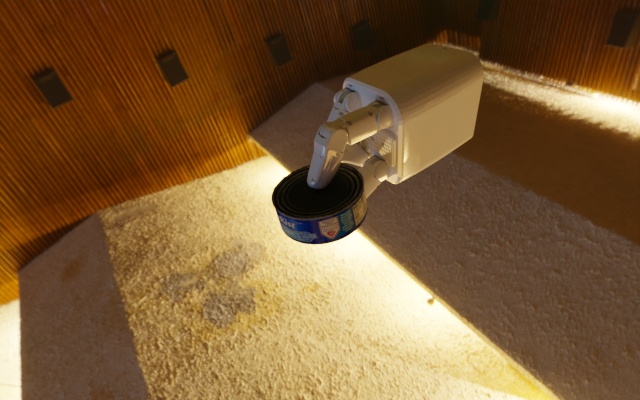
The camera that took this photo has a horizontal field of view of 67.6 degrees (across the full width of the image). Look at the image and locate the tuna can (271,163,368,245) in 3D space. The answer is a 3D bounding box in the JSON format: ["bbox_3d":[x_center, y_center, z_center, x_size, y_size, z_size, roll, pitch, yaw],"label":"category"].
[{"bbox_3d":[0.000,0.002,0.444,0.086,0.034,0.086,-9,36,7],"label":"tuna can"}]
